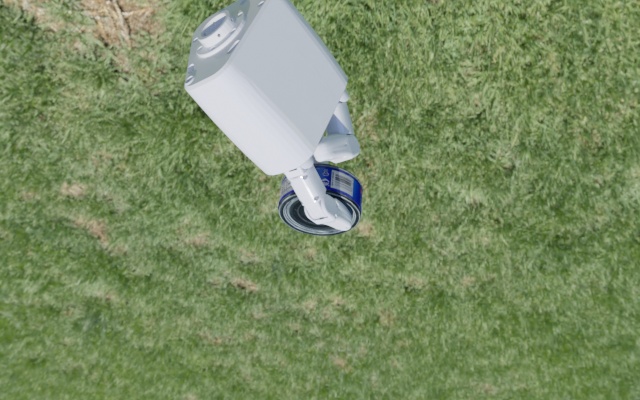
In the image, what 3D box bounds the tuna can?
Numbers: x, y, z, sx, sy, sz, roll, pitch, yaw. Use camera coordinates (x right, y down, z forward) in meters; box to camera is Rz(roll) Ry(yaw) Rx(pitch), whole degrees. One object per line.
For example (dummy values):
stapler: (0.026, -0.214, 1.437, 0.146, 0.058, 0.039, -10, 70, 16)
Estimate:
tuna can: (0.000, 0.002, 0.488, 0.086, 0.033, 0.086, 4, -34, 2)
